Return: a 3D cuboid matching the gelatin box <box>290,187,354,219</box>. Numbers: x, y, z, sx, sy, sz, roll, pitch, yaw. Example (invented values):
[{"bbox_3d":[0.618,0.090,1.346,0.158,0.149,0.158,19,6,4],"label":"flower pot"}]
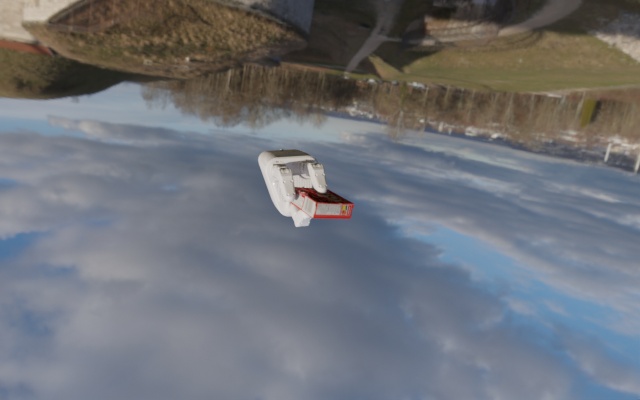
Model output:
[{"bbox_3d":[0.000,0.003,0.785,0.073,0.030,0.089,3,16,-32],"label":"gelatin box"}]
